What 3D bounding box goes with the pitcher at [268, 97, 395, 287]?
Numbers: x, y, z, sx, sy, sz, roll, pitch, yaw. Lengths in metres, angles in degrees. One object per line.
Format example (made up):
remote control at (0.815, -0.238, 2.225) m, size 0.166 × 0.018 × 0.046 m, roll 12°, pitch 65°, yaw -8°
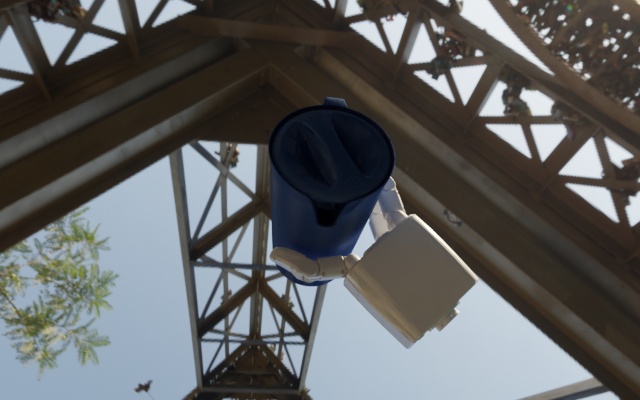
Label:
pitcher at (0.000, 0.002, 0.597) m, size 0.149 × 0.145 × 0.243 m, roll -35°, pitch -22°, yaw -27°
